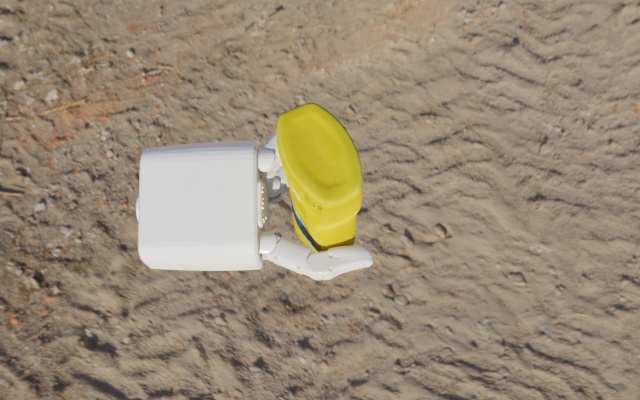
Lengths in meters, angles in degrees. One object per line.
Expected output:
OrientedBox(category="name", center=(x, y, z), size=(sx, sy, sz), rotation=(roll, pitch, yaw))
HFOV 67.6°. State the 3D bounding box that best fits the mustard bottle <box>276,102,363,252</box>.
OrientedBox(category="mustard bottle", center=(0.000, 0.001, 0.448), size=(0.058, 0.096, 0.192), rotation=(-24, -23, -10))
